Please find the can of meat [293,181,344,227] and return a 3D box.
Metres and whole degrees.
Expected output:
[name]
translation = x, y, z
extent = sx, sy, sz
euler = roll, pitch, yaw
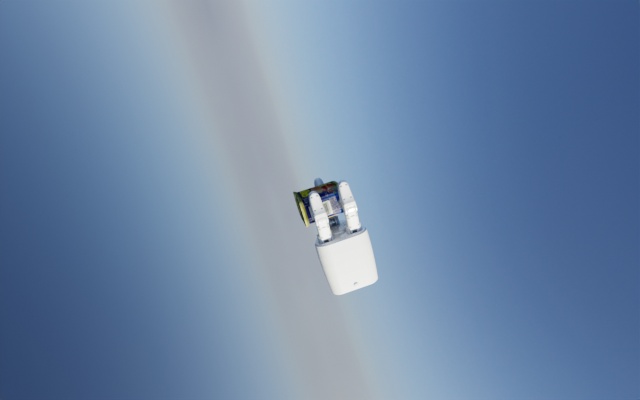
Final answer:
[can of meat]
translation = 0.000, 0.003, 0.889
extent = 0.084, 0.057, 0.102
euler = -18, 12, -6
